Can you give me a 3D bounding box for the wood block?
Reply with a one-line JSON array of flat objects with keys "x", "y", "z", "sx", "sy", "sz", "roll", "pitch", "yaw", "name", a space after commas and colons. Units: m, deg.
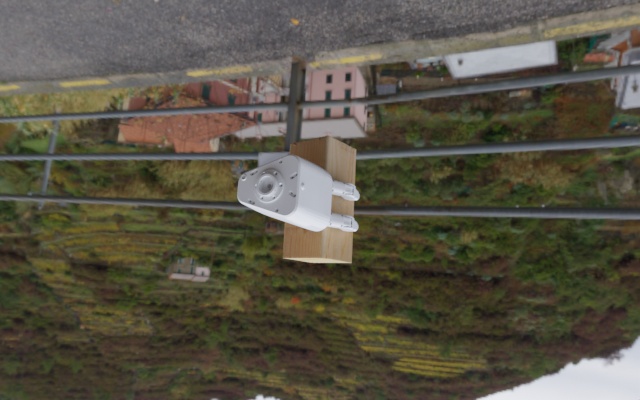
[{"x": 0.000, "y": 0.003, "z": 0.842, "sx": 0.091, "sy": 0.206, "sz": 0.090, "roll": -5, "pitch": -14, "yaw": 37, "name": "wood block"}]
